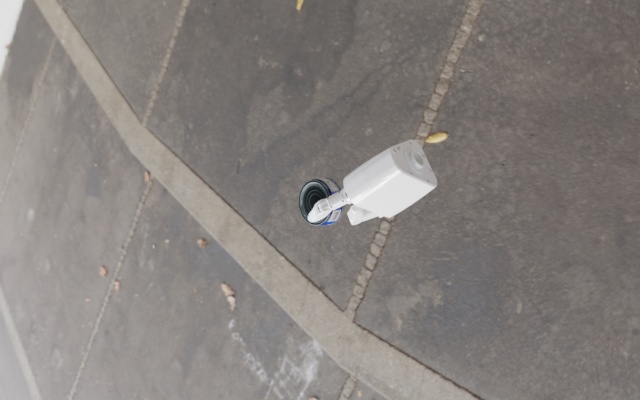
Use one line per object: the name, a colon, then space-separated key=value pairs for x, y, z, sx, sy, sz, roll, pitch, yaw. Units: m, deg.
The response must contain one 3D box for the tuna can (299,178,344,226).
tuna can: x=0.000 y=0.003 z=0.859 sx=0.086 sy=0.086 sz=0.034 roll=0 pitch=4 yaw=44
